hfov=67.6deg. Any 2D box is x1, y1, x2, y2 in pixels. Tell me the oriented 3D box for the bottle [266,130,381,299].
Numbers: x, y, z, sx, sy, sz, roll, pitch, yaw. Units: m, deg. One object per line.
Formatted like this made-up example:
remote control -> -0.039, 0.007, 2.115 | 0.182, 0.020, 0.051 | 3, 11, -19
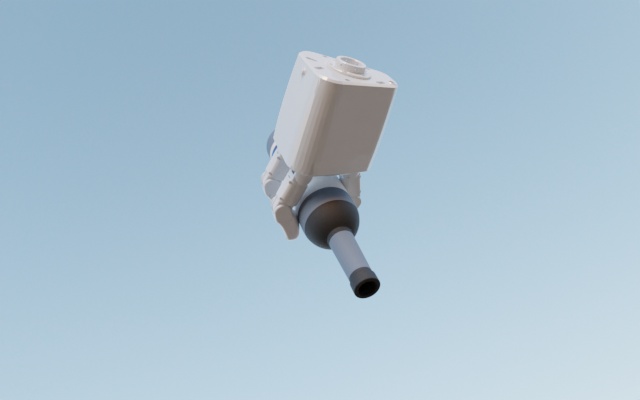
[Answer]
bottle -> 0.000, 0.002, 0.567 | 0.069, 0.069, 0.295 | 0, 34, -22
